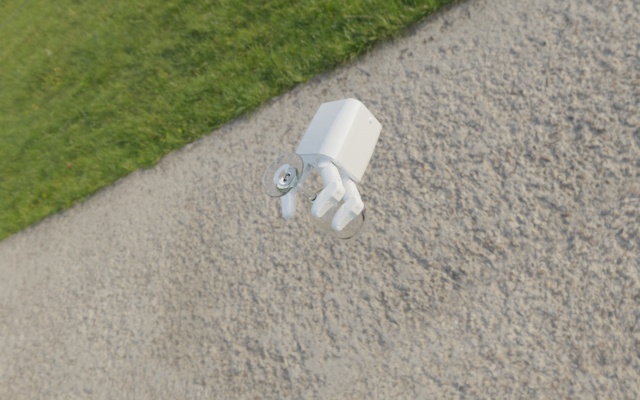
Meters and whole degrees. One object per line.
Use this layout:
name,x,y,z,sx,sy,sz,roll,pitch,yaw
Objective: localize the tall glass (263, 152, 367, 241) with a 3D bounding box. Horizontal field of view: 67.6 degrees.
tall glass,0.000,0.002,0.767,0.079,0.079,0.201,0,-24,37
